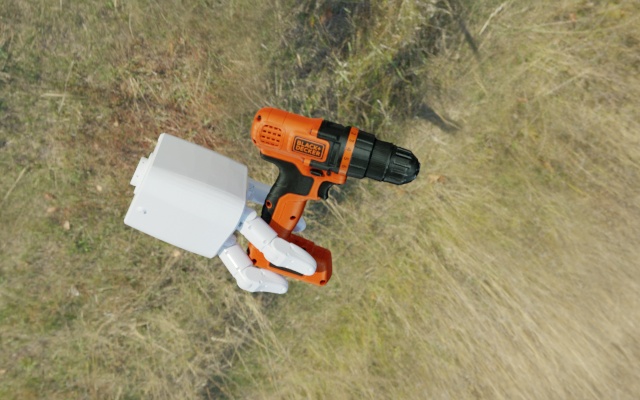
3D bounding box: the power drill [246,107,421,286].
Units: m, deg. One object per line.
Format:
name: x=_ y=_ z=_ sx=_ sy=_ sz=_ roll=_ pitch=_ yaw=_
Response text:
power drill: x=0.000 y=0.002 z=0.541 sx=0.184 sy=0.188 sz=0.057 roll=17 pitch=24 yaw=3
